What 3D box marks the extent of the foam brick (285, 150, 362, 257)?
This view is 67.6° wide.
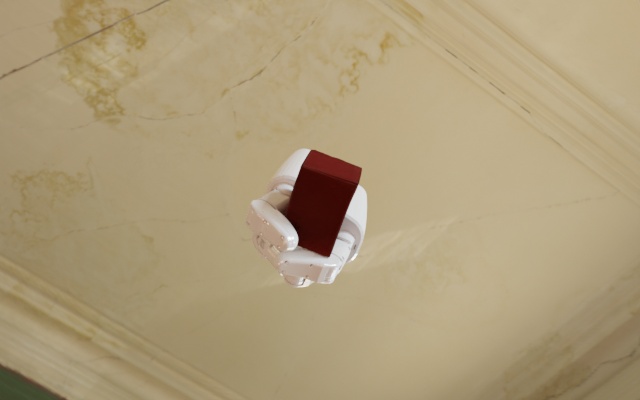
[{"bbox_3d":[0.000,0.001,0.439,0.053,0.078,0.051,21,25,2],"label":"foam brick"}]
